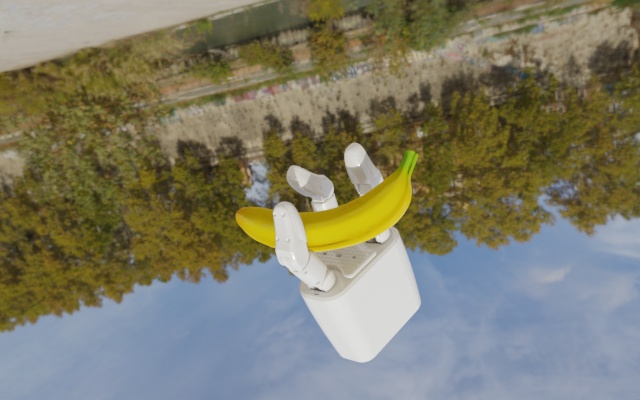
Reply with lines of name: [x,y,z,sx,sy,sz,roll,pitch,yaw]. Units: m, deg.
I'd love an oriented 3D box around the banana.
banana: [0.003,0.016,0.448,0.198,0.069,0.037,-17,-39,22]
